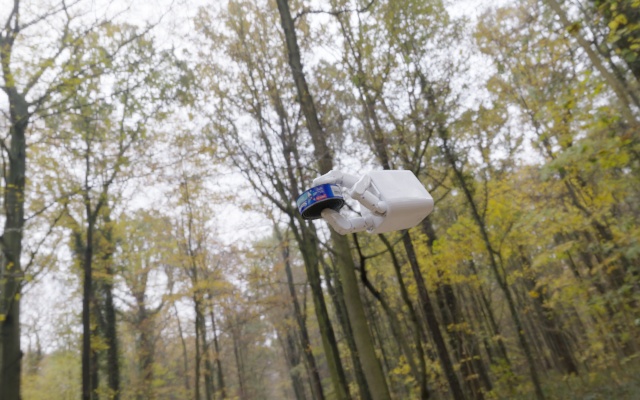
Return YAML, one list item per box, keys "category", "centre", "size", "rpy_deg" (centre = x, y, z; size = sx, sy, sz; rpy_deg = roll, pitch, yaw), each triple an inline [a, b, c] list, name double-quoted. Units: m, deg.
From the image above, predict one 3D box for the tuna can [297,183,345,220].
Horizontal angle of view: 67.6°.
- category: "tuna can"
  centre: [0.000, 0.002, 0.879]
  size: [0.086, 0.033, 0.086]
  rpy_deg: [-17, -22, -7]
